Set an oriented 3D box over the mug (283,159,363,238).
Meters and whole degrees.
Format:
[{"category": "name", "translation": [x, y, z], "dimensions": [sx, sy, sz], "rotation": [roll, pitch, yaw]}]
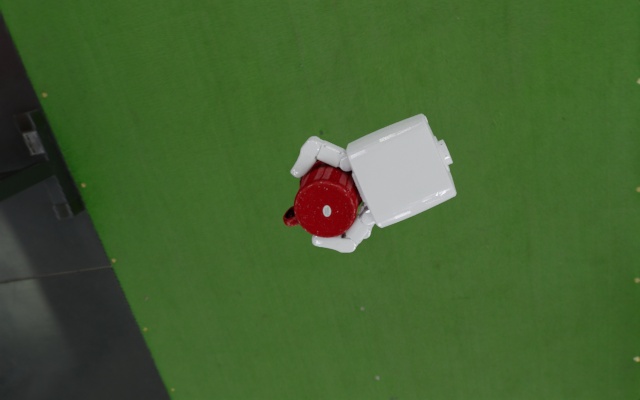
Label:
[{"category": "mug", "translation": [-0.001, 0.003, 0.638], "dimensions": [0.117, 0.093, 0.081], "rotation": [-24, 17, 17]}]
